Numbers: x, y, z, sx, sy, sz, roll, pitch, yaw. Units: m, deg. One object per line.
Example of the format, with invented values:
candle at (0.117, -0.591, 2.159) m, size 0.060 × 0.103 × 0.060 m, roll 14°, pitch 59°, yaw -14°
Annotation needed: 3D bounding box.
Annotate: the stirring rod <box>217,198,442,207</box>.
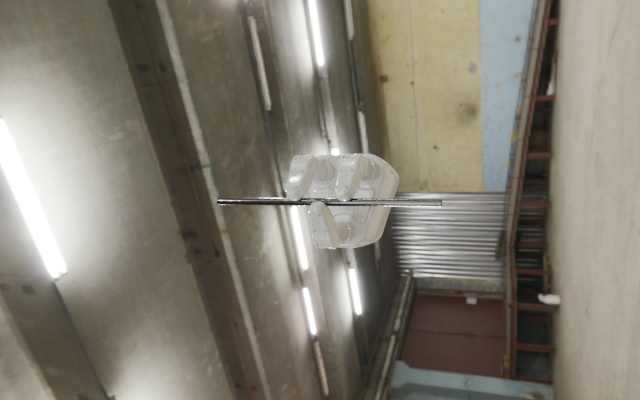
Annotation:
stirring rod at (0.000, 0.002, 0.487) m, size 0.239 × 0.011 × 0.011 m, roll 0°, pitch 0°, yaw 20°
